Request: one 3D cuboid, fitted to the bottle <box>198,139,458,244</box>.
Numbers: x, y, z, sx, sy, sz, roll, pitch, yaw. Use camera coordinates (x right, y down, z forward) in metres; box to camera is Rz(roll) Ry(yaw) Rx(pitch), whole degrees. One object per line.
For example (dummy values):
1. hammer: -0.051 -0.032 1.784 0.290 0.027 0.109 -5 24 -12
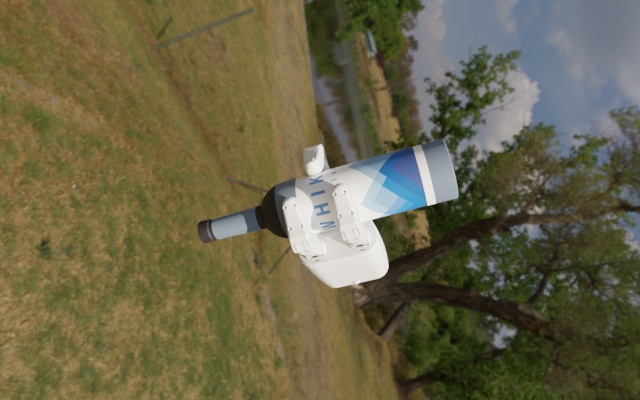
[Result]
1. bottle: 0.000 0.002 0.542 0.296 0.069 0.069 -15 -3 10
